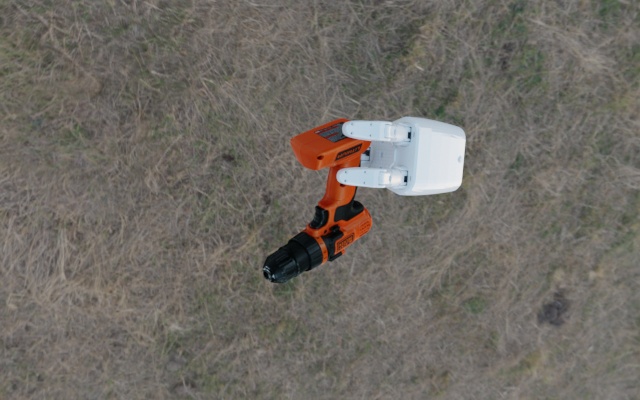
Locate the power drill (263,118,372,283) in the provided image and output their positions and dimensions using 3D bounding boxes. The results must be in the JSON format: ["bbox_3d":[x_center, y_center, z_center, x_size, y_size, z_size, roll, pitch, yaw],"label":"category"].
[{"bbox_3d":[0.000,0.002,0.606,0.057,0.188,0.184,31,44,32],"label":"power drill"}]
